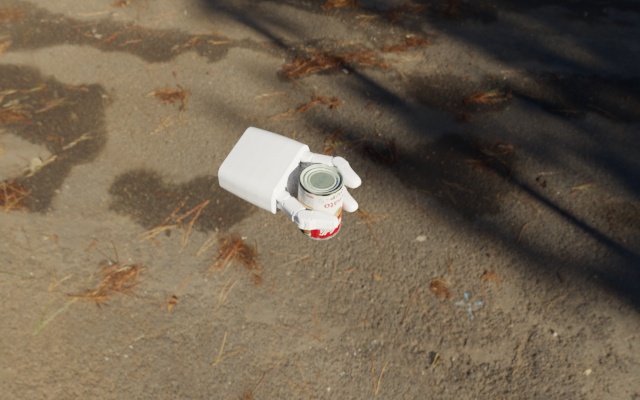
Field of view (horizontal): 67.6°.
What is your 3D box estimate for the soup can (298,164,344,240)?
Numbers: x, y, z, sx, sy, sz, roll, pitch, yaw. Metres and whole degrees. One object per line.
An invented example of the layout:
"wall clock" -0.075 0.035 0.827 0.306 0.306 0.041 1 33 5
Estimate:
"soup can" 0.001 0.002 0.731 0.068 0.068 0.102 0 -44 -3
